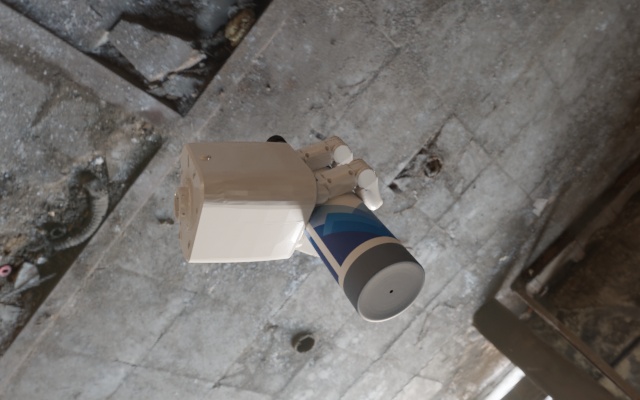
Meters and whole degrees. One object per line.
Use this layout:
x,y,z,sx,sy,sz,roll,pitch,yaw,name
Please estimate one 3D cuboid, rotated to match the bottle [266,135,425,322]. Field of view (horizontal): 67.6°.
0.000,0.002,0.507,0.069,0.069,0.295,0,30,-28,bottle
